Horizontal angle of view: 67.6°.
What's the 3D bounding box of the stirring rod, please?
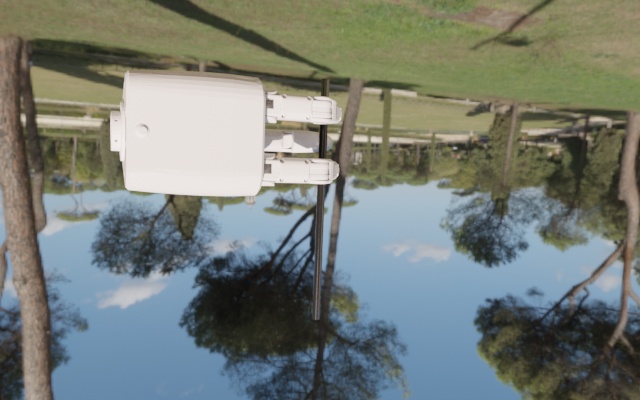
[{"bbox_3d":[0.000,0.001,0.477,0.011,0.239,0.011,2,6,0],"label":"stirring rod"}]
